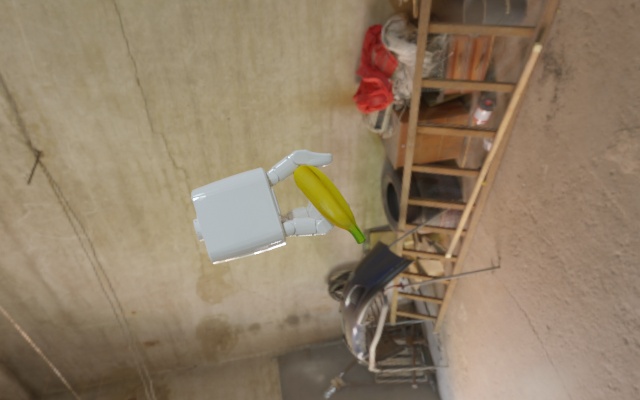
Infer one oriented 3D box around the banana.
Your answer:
[{"bbox_3d":[-0.004,-0.011,0.645,0.037,0.070,0.197,-27,35,-9],"label":"banana"}]
